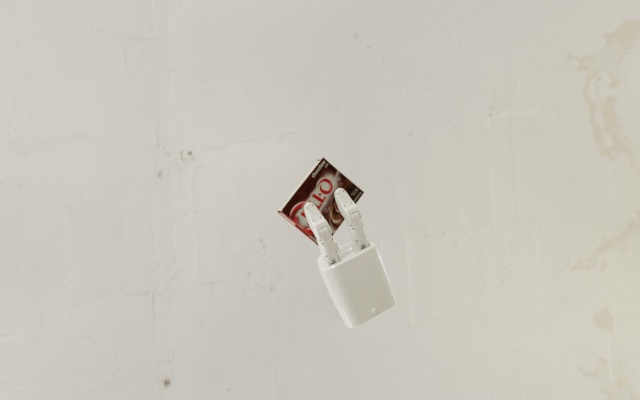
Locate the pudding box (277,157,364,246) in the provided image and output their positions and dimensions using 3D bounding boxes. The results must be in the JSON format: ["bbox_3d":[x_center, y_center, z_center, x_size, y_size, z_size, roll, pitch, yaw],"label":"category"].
[{"bbox_3d":[0.000,0.003,0.761,0.090,0.113,0.039,40,-14,-13],"label":"pudding box"}]
